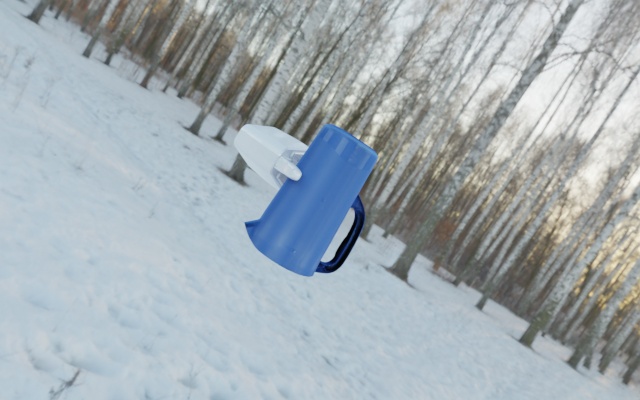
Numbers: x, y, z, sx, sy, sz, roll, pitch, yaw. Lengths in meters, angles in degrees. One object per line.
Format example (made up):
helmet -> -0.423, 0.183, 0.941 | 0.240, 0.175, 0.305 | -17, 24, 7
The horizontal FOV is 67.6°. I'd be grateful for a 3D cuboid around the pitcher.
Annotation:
pitcher -> 0.000, 0.003, 0.816 | 0.145, 0.243, 0.149 | 35, 6, 27
